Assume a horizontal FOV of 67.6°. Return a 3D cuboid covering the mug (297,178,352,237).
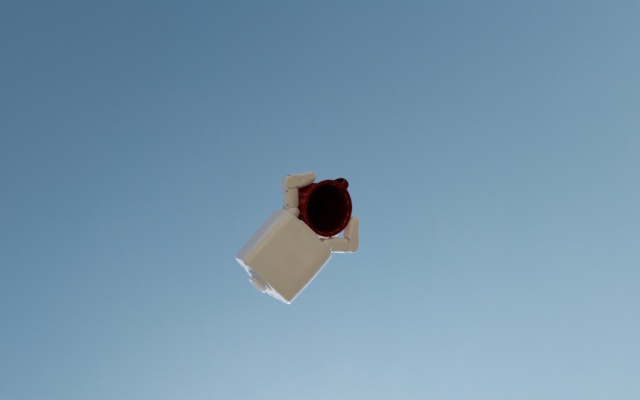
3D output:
[{"bbox_3d":[0.001,0.002,0.806,0.117,0.093,0.081,-48,25,-20],"label":"mug"}]
